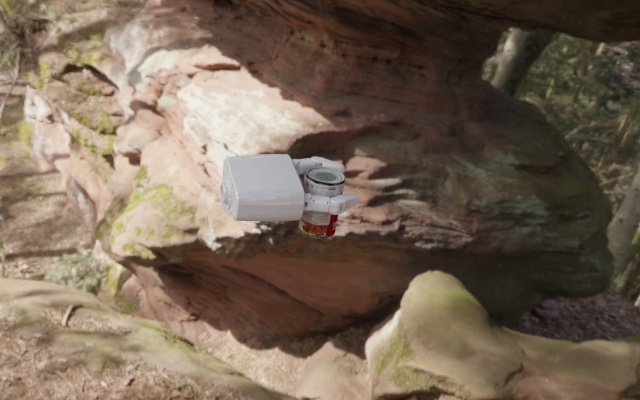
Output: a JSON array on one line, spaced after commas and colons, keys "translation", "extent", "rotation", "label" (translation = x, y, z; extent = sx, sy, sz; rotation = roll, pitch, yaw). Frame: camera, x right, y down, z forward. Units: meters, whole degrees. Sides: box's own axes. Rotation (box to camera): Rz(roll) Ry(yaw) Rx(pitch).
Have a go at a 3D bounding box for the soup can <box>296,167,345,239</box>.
[{"translation": [0.001, 0.002, 0.794], "extent": [0.068, 0.102, 0.068], "rotation": [8, 26, -4], "label": "soup can"}]
